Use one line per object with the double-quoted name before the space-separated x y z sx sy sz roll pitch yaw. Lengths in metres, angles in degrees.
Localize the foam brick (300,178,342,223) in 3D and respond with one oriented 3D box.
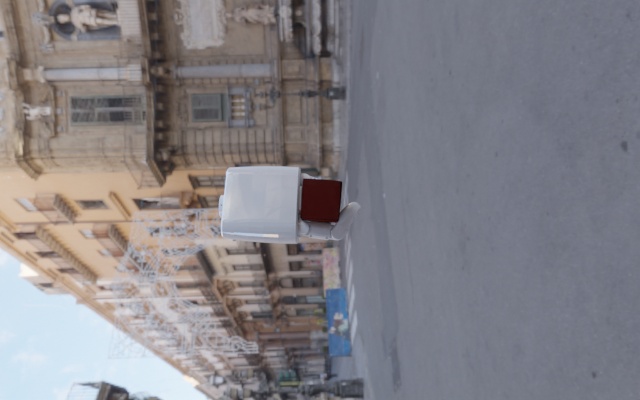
"foam brick" 0.000 0.002 0.646 0.051 0.053 0.078 5 -6 -1
